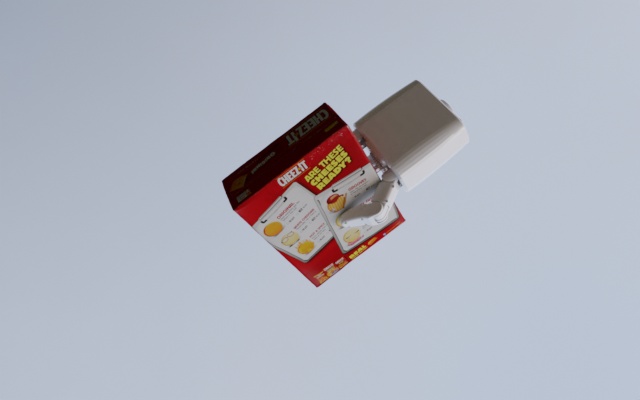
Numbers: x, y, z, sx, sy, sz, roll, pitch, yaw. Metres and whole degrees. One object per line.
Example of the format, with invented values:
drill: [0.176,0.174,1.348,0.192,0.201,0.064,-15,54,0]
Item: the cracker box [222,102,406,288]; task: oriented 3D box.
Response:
cracker box: [0.000,0.002,0.632,0.214,0.164,0.072,51,3,-45]
